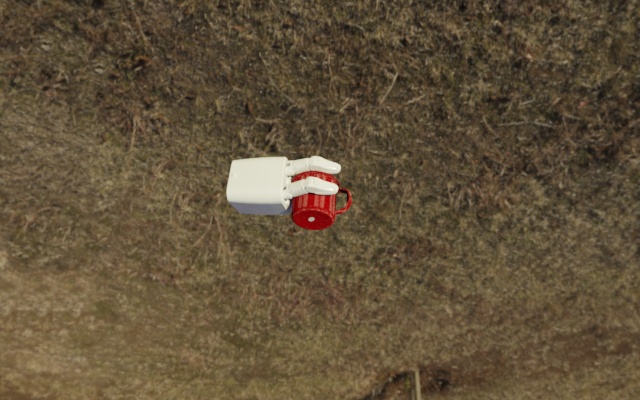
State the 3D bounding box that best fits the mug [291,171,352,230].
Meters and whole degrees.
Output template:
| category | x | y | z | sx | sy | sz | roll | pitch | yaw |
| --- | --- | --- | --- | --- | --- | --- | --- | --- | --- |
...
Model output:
| category | x | y | z | sx | sy | sz | roll | pitch | yaw |
| --- | --- | --- | --- | --- | --- | --- | --- | --- | --- |
| mug | 0.002 | 0.003 | 0.898 | 0.117 | 0.081 | 0.093 | -1 | -33 | 8 |
